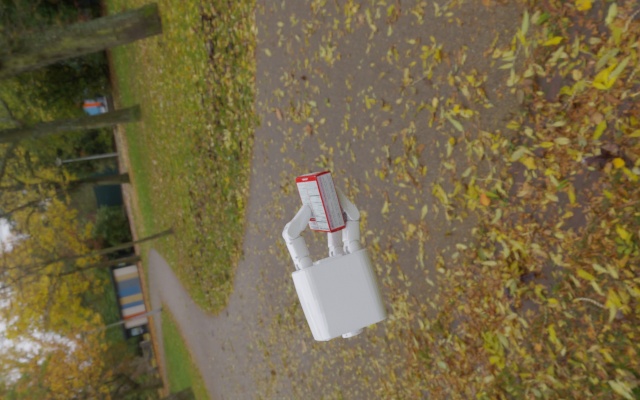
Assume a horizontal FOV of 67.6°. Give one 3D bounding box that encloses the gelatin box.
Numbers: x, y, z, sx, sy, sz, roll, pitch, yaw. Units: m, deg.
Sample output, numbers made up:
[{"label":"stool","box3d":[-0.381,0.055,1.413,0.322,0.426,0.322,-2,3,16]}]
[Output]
[{"label":"gelatin box","box3d":[0.000,0.002,0.717,0.030,0.089,0.073,-20,8,-24]}]
